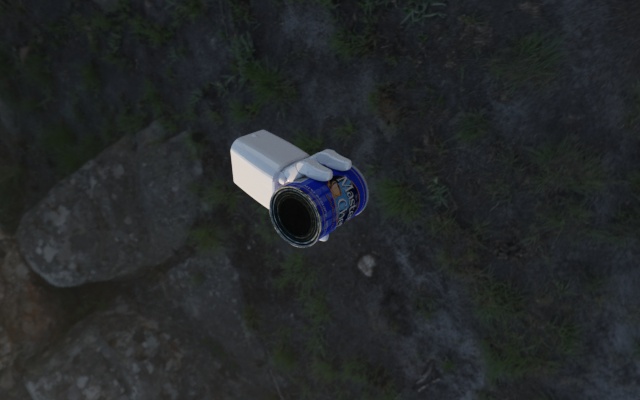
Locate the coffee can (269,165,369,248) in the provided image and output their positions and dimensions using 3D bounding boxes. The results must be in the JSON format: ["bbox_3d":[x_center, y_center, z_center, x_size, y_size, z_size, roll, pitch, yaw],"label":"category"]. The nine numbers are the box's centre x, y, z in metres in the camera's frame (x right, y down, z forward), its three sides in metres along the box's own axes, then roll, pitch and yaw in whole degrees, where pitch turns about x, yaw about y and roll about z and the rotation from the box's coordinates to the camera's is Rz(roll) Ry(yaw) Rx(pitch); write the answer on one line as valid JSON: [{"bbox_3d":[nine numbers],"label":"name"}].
[{"bbox_3d":[0.000,0.003,0.785,0.103,0.103,0.140,0,20,38],"label":"coffee can"}]
